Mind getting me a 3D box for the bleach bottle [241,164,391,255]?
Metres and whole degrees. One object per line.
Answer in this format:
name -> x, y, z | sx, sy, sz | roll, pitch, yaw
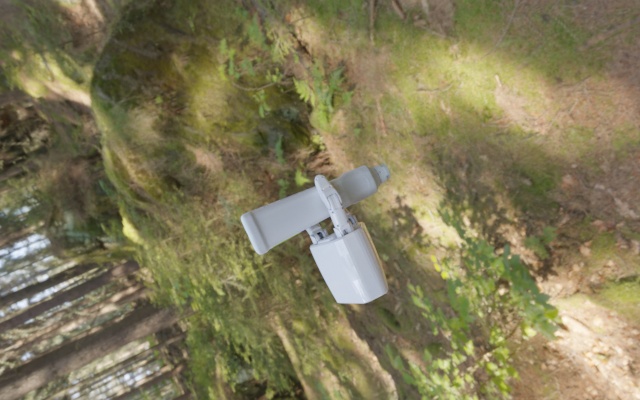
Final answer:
bleach bottle -> 0.000, 0.002, 0.765 | 0.251, 0.068, 0.102 | -25, 3, -11
